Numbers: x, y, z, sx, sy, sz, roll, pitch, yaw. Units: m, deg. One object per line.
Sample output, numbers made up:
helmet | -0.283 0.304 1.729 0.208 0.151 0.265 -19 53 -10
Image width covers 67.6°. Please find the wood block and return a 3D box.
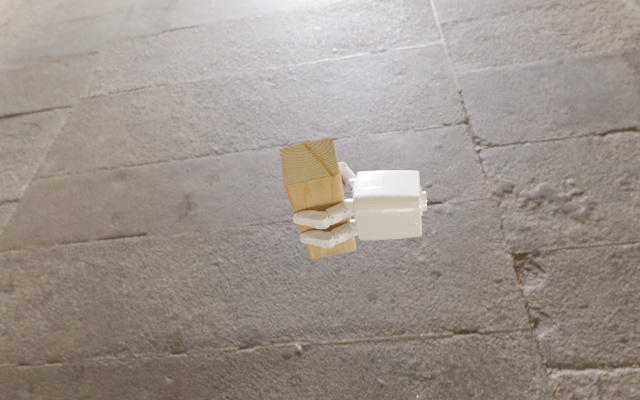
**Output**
wood block | 0.000 0.002 0.833 0.090 0.090 0.206 -12 -42 4
